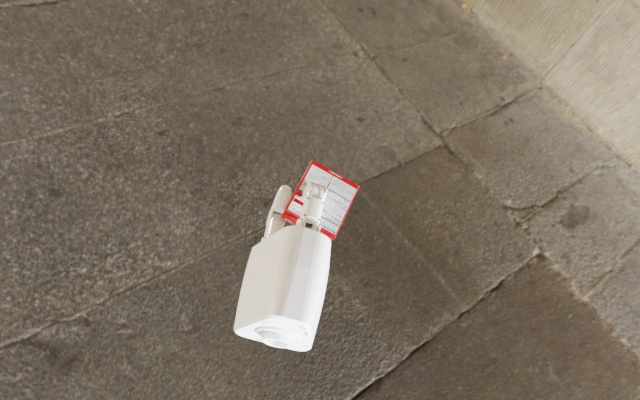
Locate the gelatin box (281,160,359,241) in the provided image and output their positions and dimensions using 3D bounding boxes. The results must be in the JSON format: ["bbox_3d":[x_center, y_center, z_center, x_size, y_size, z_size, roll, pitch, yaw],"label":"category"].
[{"bbox_3d":[0.000,0.002,0.626,0.073,0.089,0.030,29,-29,-3],"label":"gelatin box"}]
